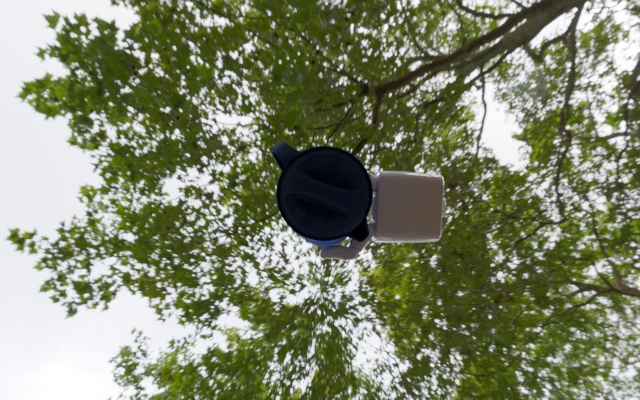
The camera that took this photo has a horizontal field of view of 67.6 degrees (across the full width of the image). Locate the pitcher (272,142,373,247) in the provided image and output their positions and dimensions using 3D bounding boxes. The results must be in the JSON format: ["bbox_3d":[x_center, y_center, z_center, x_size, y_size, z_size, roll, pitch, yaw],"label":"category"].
[{"bbox_3d":[0.000,0.003,0.766,0.145,0.149,0.243,1,-11,0],"label":"pitcher"}]
